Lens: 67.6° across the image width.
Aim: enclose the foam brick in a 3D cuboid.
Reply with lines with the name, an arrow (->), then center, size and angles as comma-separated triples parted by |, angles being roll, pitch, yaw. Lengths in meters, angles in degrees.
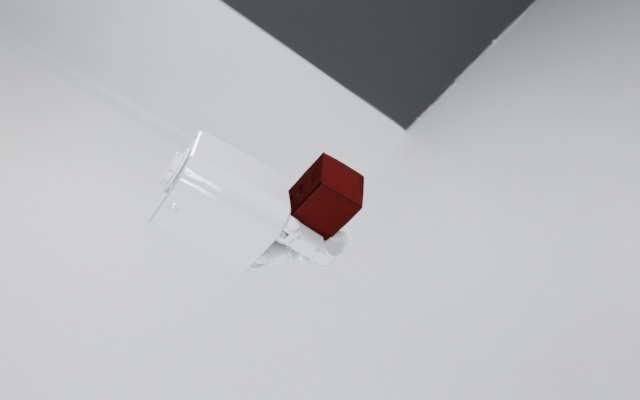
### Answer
foam brick -> 0.000, 0.001, 0.483 | 0.051, 0.053, 0.078 | 32, -56, -19
